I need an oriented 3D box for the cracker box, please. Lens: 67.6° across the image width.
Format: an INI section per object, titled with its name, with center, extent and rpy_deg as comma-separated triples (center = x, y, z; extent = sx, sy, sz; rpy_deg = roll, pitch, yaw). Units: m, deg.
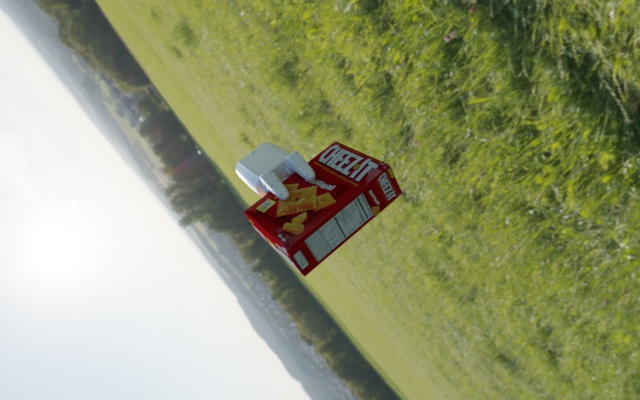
[cracker box]
center = 0.000, 0.003, 0.796
extent = 0.213, 0.072, 0.164
rpy_deg = -39, 36, -13
